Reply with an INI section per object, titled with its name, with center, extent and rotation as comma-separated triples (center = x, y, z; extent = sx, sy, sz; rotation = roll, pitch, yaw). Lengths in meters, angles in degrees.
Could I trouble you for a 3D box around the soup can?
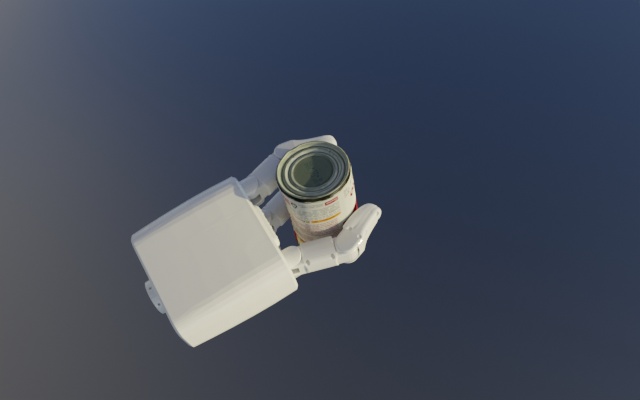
[soup can]
center = 0.001, 0.001, 0.449
extent = 0.068, 0.068, 0.102
rotation = 0, -35, 10
